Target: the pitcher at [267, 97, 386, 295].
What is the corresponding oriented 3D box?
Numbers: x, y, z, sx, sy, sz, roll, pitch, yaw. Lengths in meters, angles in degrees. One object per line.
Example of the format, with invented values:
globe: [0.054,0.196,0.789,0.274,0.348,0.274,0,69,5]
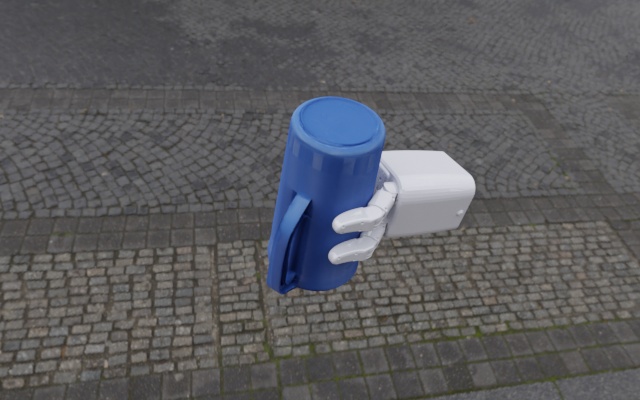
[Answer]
pitcher: [0.000,0.002,0.603,0.145,0.149,0.243,-3,-44,-13]
